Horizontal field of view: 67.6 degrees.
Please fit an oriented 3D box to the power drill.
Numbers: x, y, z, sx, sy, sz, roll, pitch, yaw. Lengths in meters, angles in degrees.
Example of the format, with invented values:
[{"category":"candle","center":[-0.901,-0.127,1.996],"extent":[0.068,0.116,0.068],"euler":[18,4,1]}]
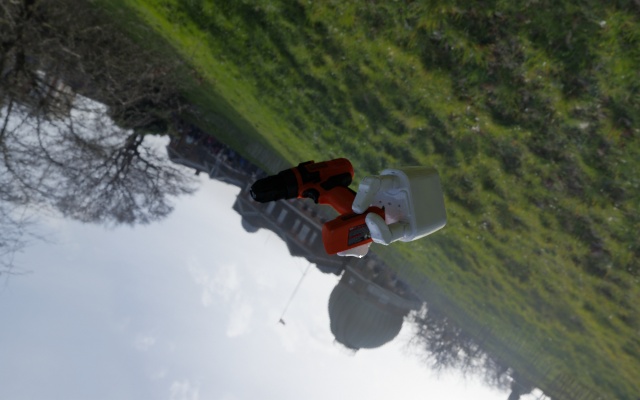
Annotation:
[{"category":"power drill","center":[0.001,0.003,0.757],"extent":[0.184,0.057,0.187],"euler":[-17,42,-20]}]
